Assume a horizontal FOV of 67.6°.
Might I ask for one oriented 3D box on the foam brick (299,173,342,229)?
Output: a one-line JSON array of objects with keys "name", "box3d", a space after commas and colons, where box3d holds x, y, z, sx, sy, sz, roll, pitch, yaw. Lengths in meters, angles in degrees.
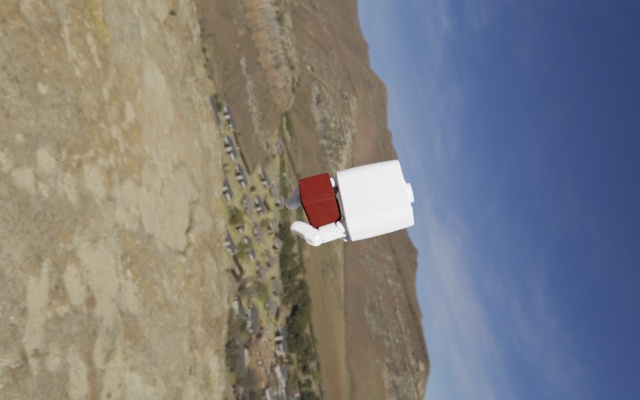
[{"name": "foam brick", "box3d": [0.000, 0.002, 0.771, 0.051, 0.053, 0.078, -13, -40, 6]}]
